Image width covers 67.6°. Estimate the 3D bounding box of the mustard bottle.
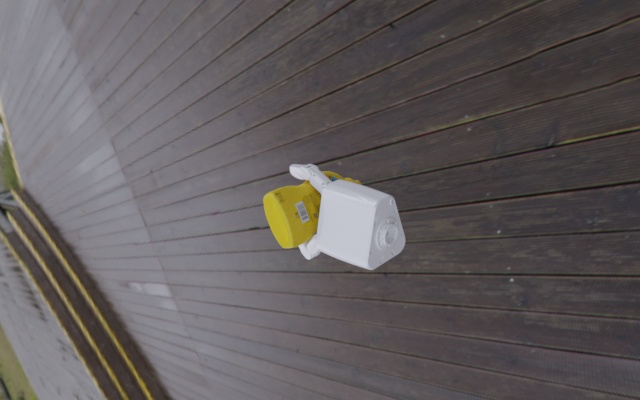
[{"bbox_3d":[0.000,0.003,0.808,0.191,0.096,0.058,-24,5,-37],"label":"mustard bottle"}]
